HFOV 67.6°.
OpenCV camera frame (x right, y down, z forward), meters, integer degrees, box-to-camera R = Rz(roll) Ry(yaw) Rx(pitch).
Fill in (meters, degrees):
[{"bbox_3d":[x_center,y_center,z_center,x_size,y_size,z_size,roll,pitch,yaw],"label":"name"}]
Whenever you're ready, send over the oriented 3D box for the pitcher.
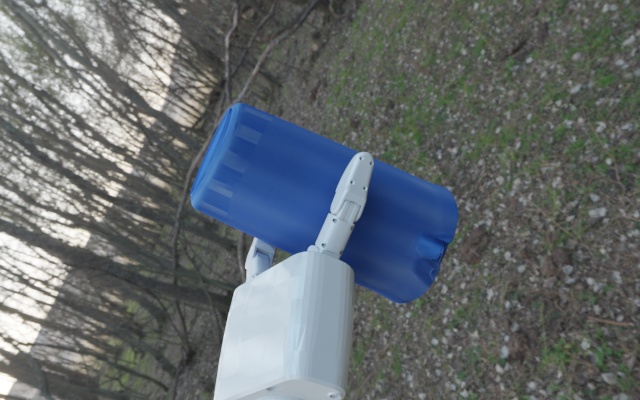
[{"bbox_3d":[0.000,0.002,0.486,0.243,0.145,0.149,24,-45,-18],"label":"pitcher"}]
